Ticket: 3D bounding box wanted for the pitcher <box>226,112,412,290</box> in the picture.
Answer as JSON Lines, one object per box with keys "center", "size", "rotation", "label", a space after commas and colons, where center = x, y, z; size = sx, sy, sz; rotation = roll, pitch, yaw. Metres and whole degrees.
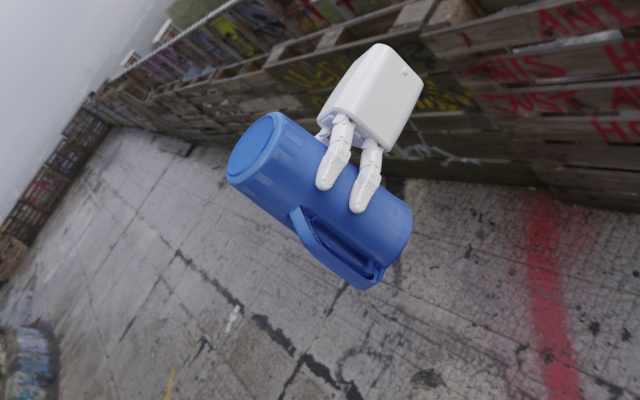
{"center": [0.000, 0.002, 0.628], "size": [0.243, 0.145, 0.149], "rotation": [36, -10, -30], "label": "pitcher"}
